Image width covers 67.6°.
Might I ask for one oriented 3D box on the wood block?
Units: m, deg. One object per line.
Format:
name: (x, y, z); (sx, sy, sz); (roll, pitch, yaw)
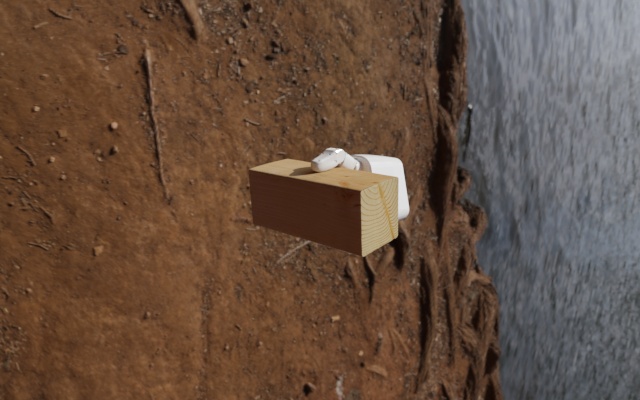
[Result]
wood block: (0.000, 0.002, 0.687); (0.206, 0.091, 0.090); (12, 22, 39)
